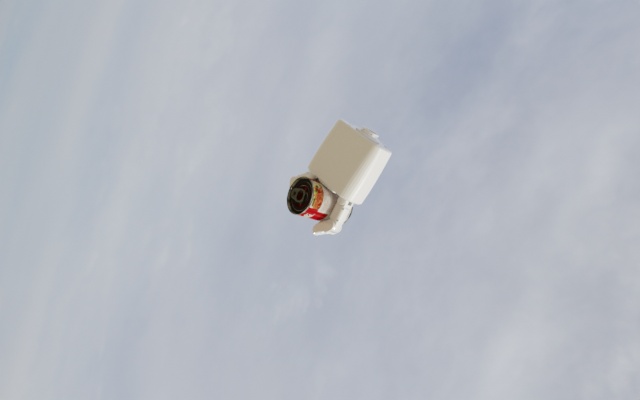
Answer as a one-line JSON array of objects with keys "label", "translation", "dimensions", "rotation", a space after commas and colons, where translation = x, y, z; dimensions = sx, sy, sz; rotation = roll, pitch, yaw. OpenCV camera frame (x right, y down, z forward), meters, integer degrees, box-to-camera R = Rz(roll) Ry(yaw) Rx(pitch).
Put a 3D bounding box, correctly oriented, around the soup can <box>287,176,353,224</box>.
[{"label": "soup can", "translation": [0.000, 0.003, 0.849], "dimensions": [0.102, 0.068, 0.068], "rotation": [18, -12, -41]}]
